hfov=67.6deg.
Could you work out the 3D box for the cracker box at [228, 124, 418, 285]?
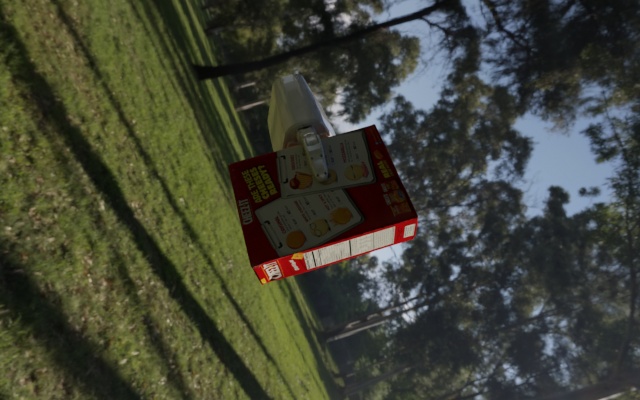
[{"bbox_3d":[0.000,0.002,0.641,0.213,0.164,0.072,-17,-33,-4],"label":"cracker box"}]
